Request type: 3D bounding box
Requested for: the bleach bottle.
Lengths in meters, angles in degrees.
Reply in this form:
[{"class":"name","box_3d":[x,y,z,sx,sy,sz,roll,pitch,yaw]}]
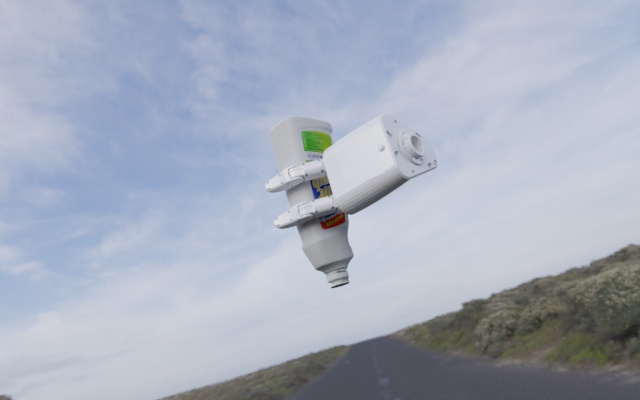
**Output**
[{"class":"bleach bottle","box_3d":[0.000,0.002,0.699,0.102,0.250,0.068,3,-26,-46]}]
